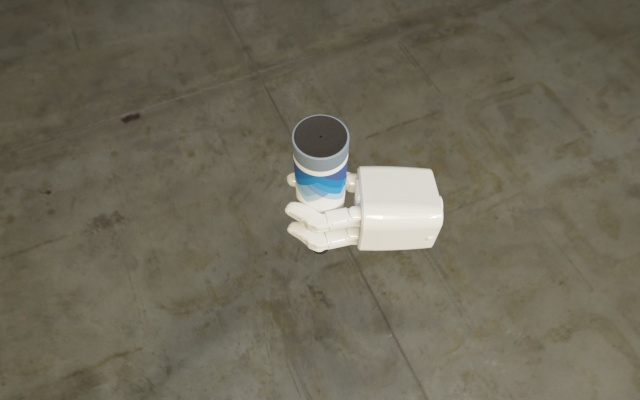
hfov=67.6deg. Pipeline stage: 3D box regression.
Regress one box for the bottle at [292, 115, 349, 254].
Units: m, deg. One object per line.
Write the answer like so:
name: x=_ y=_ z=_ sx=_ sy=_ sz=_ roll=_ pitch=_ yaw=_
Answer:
bottle: x=0.000 y=0.002 z=0.673 sx=0.069 sy=0.069 sz=0.296 roll=0 pitch=-31 yaw=0
